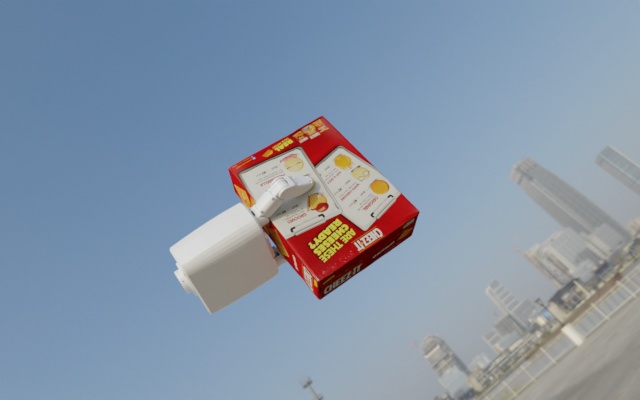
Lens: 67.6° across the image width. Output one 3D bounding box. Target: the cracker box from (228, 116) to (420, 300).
[{"bbox_3d":[0.000,0.002,0.654,0.164,0.213,0.072,-32,-28,-18],"label":"cracker box"}]
